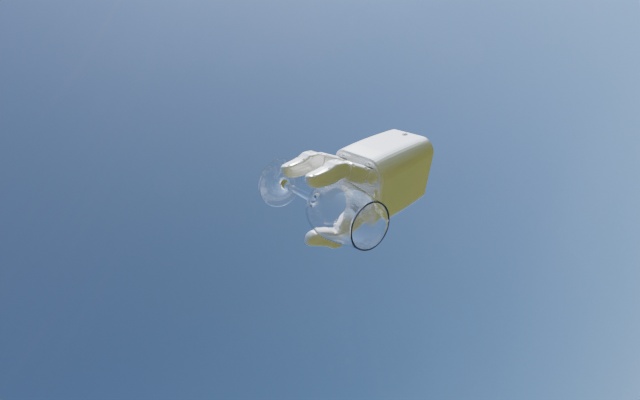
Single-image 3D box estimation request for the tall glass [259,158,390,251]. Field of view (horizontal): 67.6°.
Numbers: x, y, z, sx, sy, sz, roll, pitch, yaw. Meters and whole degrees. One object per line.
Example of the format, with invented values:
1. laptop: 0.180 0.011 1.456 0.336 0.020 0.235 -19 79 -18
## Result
1. tall glass: 0.000 0.002 0.633 0.079 0.079 0.201 0 17 -38
